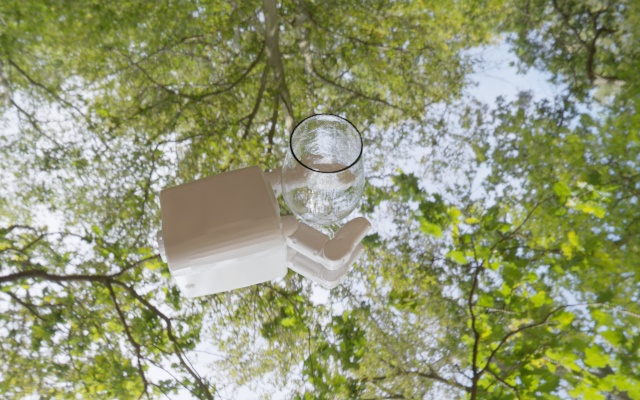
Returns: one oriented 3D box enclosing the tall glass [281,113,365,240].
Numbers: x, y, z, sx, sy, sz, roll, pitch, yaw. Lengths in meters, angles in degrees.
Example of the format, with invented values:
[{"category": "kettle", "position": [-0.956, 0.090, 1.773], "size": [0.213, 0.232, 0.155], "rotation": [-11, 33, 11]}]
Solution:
[{"category": "tall glass", "position": [0.000, 0.002, 0.480], "size": [0.079, 0.079, 0.201], "rotation": [0, -30, -4]}]
